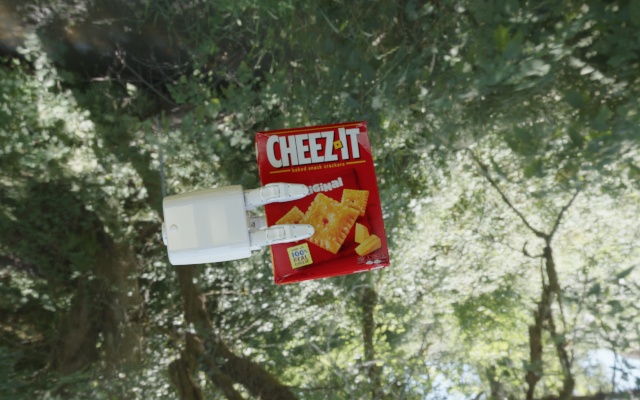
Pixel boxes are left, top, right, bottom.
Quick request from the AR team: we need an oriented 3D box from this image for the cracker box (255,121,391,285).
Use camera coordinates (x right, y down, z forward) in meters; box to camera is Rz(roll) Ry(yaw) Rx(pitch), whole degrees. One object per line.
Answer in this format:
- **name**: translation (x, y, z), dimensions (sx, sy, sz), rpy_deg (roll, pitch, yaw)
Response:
- **cracker box**: translation (0.000, 0.002, 0.686), dimensions (0.164, 0.213, 0.072), rpy_deg (-7, -7, -9)
